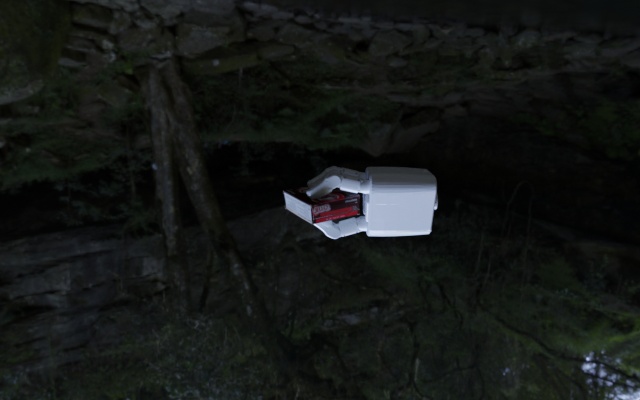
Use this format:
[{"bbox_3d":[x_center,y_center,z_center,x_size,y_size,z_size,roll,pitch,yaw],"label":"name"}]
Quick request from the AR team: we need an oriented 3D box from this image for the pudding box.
[{"bbox_3d":[0.000,0.003,0.803,0.090,0.039,0.113,-10,15,-26],"label":"pudding box"}]
